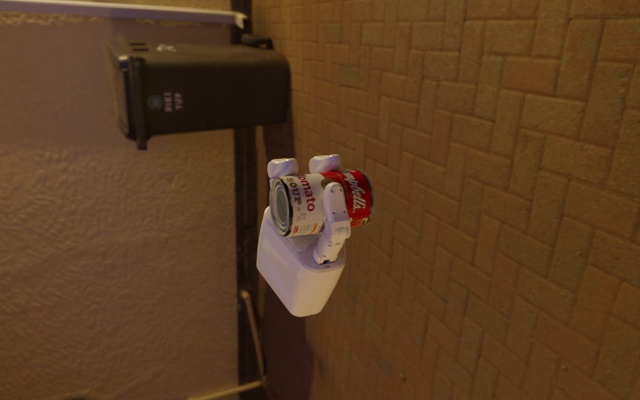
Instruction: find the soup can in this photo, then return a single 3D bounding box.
[{"bbox_3d":[0.000,0.002,0.543,0.102,0.068,0.068,-7,3,-24],"label":"soup can"}]
